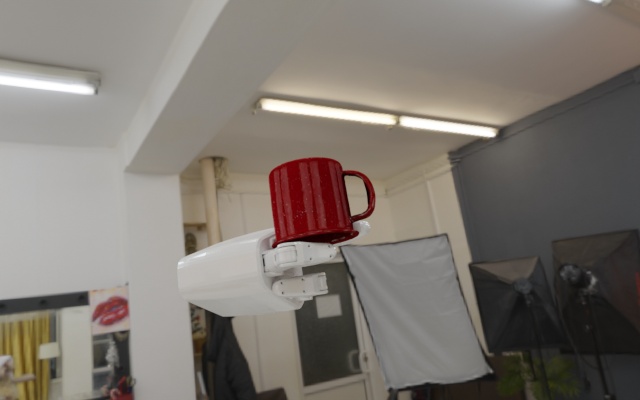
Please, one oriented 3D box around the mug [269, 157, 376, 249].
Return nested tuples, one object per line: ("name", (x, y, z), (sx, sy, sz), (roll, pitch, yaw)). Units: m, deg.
("mug", (0.001, 0.001, 0.505), (0.117, 0.081, 0.093), (-13, -14, 18))
